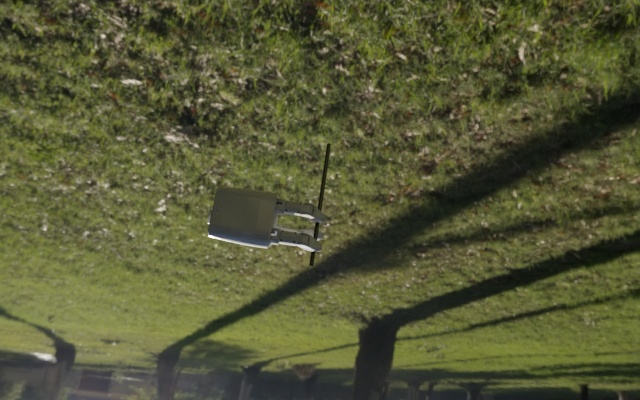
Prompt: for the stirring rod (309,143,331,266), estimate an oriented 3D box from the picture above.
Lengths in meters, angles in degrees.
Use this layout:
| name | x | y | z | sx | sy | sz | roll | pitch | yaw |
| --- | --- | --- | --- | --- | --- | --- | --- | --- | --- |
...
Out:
| name | x | y | z | sx | sy | sz | roll | pitch | yaw |
| --- | --- | --- | --- | --- | --- | --- | --- | --- | --- |
| stirring rod | 0.000 | 0.003 | 0.885 | 0.011 | 0.239 | 0.011 | 7 | -20 | 3 |
